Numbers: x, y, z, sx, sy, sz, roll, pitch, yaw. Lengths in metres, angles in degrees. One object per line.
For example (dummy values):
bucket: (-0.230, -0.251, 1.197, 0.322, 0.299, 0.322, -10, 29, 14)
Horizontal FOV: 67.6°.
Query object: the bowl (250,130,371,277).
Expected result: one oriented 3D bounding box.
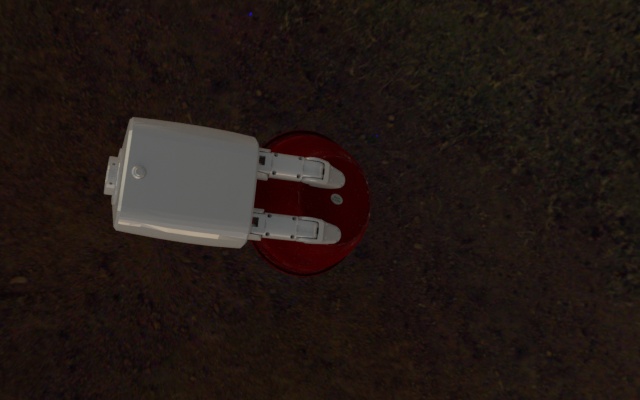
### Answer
bowl: (0.001, 0.001, 0.504, 0.162, 0.162, 0.055, 0, -3, -35)
